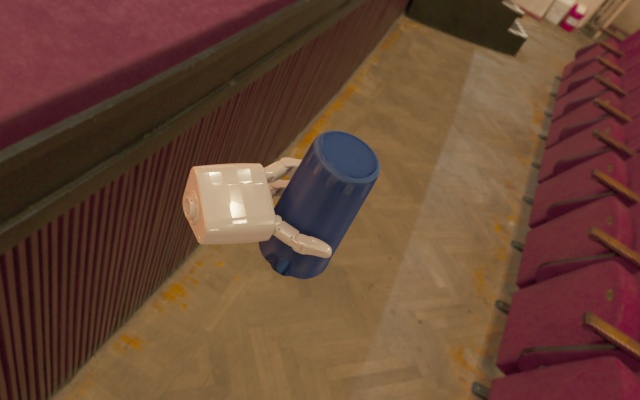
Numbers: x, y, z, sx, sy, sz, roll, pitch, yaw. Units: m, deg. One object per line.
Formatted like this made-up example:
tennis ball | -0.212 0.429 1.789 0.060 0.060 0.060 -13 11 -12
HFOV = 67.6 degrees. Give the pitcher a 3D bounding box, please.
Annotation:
pitcher | 0.000 0.003 0.773 0.145 0.149 0.243 -1 -39 -30
